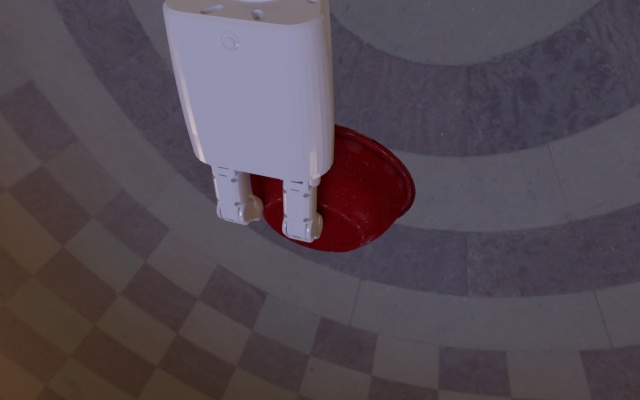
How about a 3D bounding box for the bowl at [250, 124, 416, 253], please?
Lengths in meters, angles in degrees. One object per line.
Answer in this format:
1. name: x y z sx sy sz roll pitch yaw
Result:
1. bowl: 0.000 0.003 0.430 0.162 0.055 0.162 14 -29 8
